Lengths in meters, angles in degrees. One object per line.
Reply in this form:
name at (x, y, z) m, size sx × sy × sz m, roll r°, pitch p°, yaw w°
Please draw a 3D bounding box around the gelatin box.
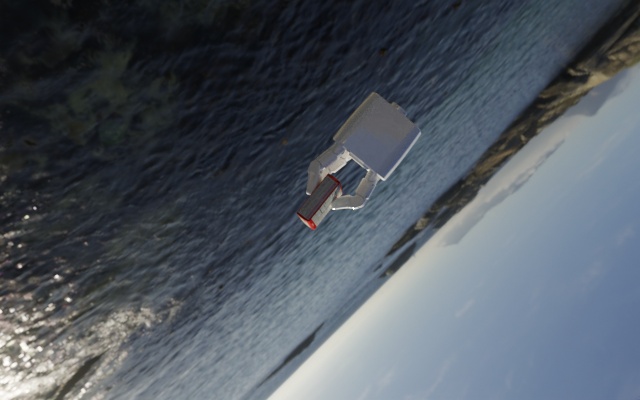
gelatin box at (0.000, 0.003, 0.832) m, size 0.030 × 0.089 × 0.073 m, roll 36°, pitch -7°, yaw 13°
